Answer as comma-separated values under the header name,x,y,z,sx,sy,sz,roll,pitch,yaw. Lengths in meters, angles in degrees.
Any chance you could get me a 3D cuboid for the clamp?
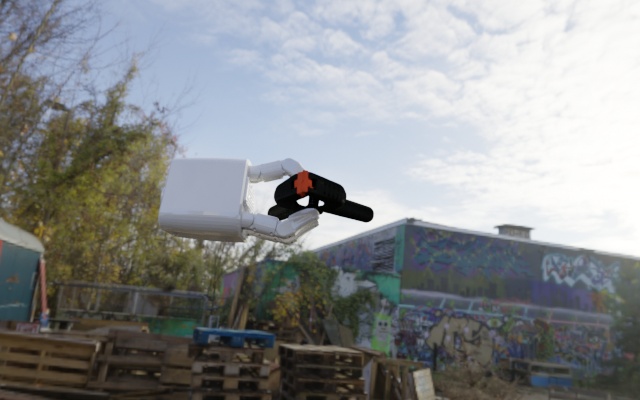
name,x,y,z,sx,sy,sz,roll,pitch,yaw
clamp,0.000,0.001,0.655,0.164,0.036,0.210,0,-13,0
